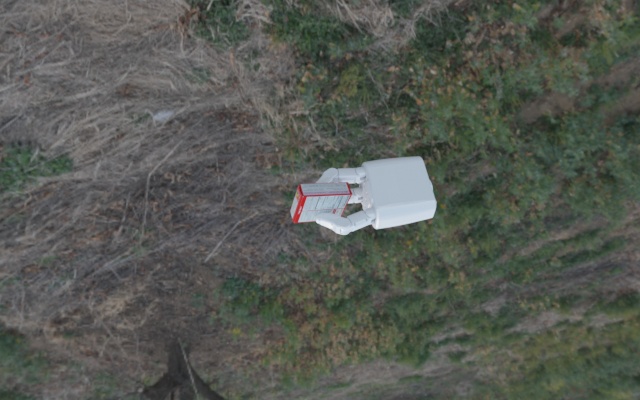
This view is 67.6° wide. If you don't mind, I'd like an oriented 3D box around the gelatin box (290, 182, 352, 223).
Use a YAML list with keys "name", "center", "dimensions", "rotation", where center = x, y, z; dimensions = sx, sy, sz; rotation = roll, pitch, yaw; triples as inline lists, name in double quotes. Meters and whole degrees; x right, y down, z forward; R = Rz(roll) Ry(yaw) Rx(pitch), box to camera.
- name: "gelatin box"
  center: [0.000, 0.003, 0.799]
  dimensions: [0.089, 0.030, 0.073]
  rotation: [-4, -36, -21]
